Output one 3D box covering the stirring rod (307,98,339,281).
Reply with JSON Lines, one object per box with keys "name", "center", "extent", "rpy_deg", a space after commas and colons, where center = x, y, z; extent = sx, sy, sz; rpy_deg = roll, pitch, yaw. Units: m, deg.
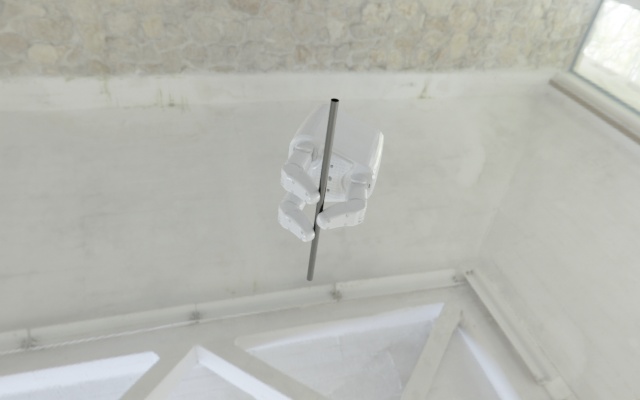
{"name": "stirring rod", "center": [0.000, 0.002, 0.516], "extent": [0.011, 0.240, 0.011], "rpy_deg": [5, 37, -4]}
